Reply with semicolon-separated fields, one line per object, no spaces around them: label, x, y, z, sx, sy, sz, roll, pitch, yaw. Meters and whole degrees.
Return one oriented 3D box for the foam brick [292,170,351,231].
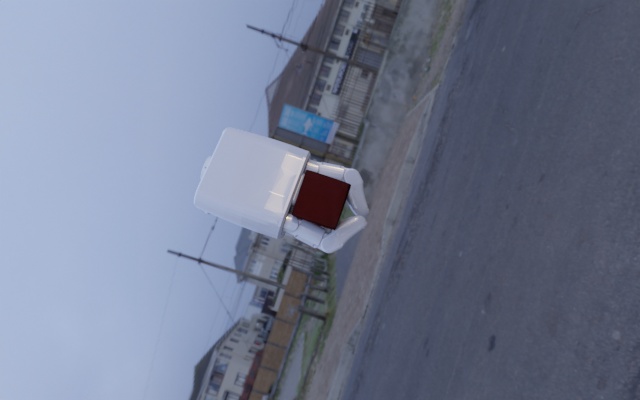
foam brick;0.000;0.002;0.542;0.051;0.053;0.078;19;-5;1
